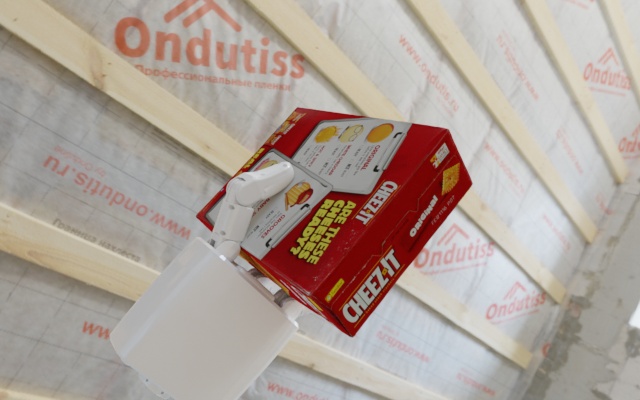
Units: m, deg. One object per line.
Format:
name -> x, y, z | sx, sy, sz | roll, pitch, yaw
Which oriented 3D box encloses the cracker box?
cracker box -> 0.000, 0.001, 0.435 | 0.213, 0.164, 0.072 | 22, -23, 52
